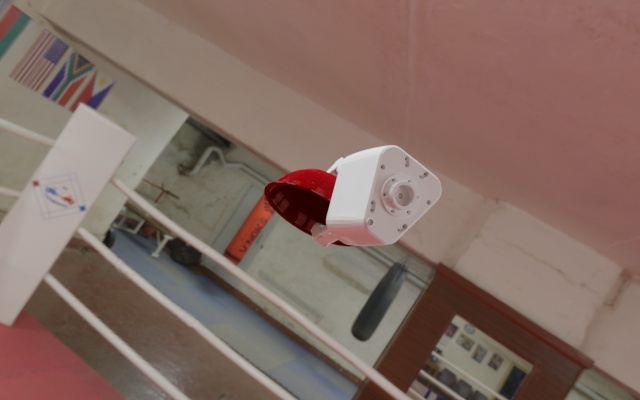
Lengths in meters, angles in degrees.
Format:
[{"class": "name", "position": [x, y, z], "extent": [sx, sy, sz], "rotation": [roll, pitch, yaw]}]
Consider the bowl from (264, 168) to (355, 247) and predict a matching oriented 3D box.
[{"class": "bowl", "position": [-0.001, 0.002, 0.705], "extent": [0.162, 0.055, 0.162], "rotation": [24, -24, 11]}]
